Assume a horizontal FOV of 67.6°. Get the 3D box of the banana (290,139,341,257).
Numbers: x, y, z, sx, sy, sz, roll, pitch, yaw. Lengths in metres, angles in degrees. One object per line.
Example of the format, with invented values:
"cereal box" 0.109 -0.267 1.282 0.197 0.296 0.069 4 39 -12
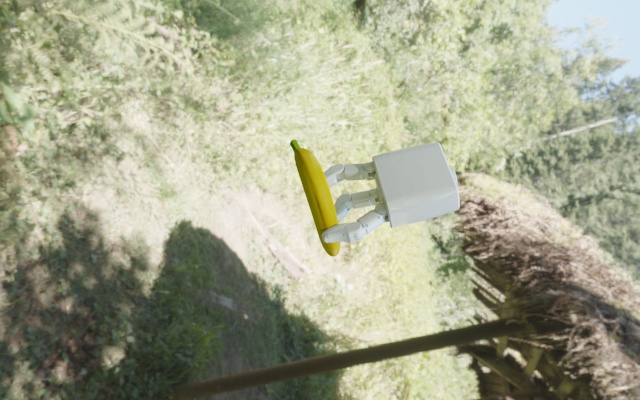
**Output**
"banana" 0.000 0.004 0.715 0.037 0.198 0.069 -17 16 0
